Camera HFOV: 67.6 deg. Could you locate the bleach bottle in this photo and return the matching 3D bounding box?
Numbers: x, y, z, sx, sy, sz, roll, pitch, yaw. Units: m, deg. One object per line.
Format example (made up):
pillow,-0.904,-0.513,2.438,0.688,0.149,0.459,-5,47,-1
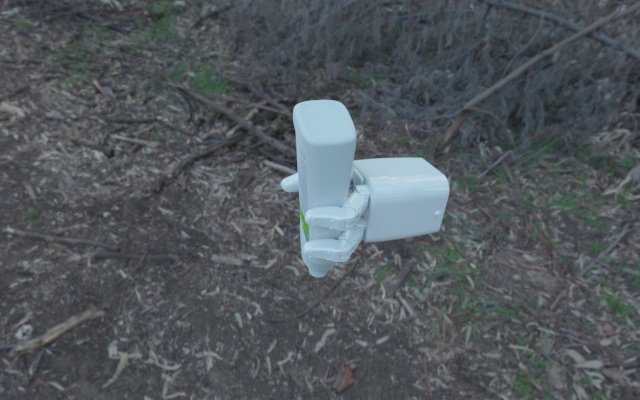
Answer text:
bleach bottle,0.000,0.002,0.634,0.068,0.251,0.102,-5,41,-10
